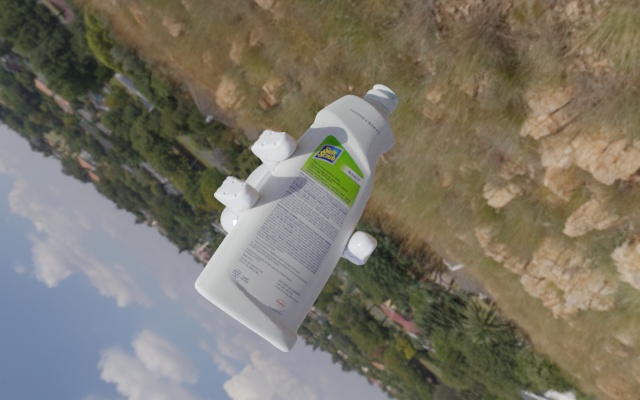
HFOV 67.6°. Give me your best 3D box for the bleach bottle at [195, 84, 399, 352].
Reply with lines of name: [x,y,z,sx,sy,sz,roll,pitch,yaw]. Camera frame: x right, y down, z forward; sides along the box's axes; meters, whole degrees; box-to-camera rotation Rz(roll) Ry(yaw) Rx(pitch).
bleach bottle: [0.000,0.001,0.436,0.102,0.250,0.068,39,-15,-15]
